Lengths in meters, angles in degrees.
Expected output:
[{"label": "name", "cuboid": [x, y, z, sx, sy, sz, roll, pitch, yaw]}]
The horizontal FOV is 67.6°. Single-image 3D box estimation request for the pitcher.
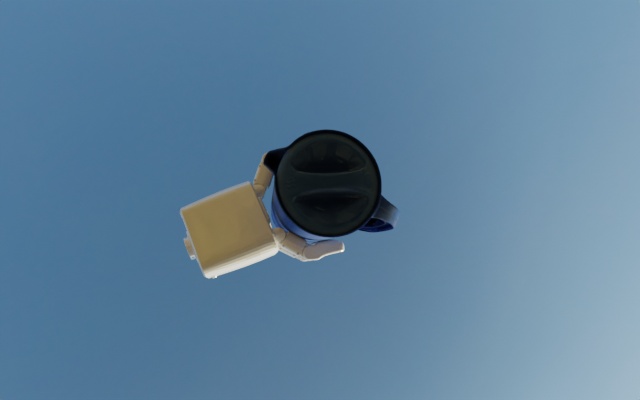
[{"label": "pitcher", "cuboid": [0.000, 0.002, 0.686, 0.145, 0.149, 0.243, -22, -5, -13]}]
